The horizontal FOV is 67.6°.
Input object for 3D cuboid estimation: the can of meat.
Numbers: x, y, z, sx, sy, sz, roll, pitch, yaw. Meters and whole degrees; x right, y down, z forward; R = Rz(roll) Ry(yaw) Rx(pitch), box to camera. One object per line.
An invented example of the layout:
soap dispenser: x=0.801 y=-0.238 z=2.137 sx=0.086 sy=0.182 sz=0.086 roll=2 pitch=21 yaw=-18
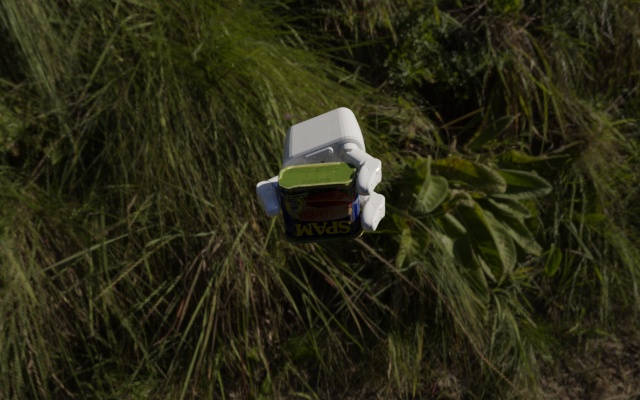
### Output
can of meat: x=0.000 y=0.002 z=0.594 sx=0.102 sy=0.084 sz=0.057 roll=-4 pitch=34 yaw=3
